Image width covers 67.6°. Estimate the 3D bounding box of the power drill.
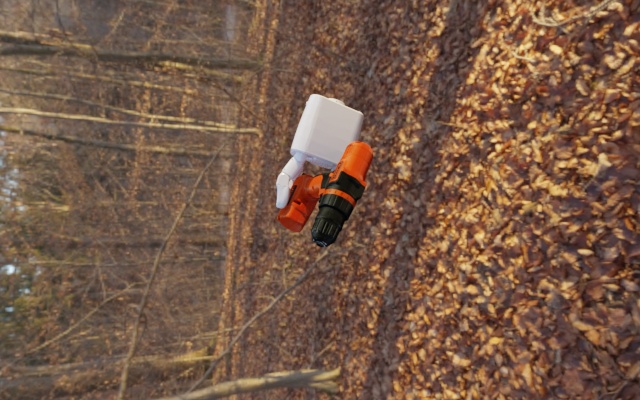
[{"bbox_3d":[0.000,0.002,0.788,0.057,0.184,0.188,37,-27,-20],"label":"power drill"}]
